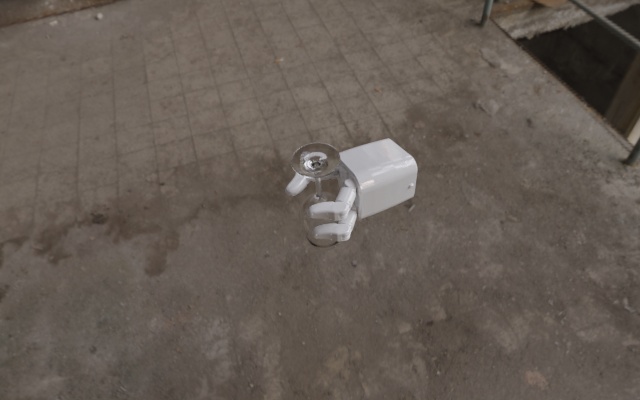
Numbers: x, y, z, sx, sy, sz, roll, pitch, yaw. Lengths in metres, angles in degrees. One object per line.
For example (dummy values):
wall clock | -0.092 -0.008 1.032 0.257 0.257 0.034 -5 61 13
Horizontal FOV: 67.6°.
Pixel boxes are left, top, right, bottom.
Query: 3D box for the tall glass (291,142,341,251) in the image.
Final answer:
tall glass | 0.000 0.002 0.786 0.079 0.079 0.201 0 -40 5
